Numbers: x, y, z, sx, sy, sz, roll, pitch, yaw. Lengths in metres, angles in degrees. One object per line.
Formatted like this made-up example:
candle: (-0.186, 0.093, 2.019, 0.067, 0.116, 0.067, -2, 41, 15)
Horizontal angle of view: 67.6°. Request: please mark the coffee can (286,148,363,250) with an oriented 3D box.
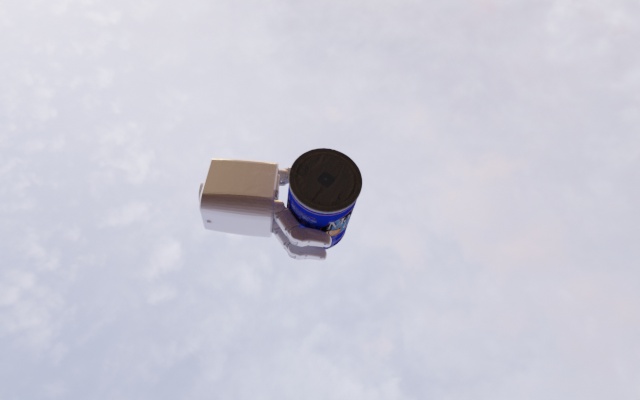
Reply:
coffee can: (0.000, 0.002, 0.716, 0.103, 0.102, 0.140, 0, -28, -7)
